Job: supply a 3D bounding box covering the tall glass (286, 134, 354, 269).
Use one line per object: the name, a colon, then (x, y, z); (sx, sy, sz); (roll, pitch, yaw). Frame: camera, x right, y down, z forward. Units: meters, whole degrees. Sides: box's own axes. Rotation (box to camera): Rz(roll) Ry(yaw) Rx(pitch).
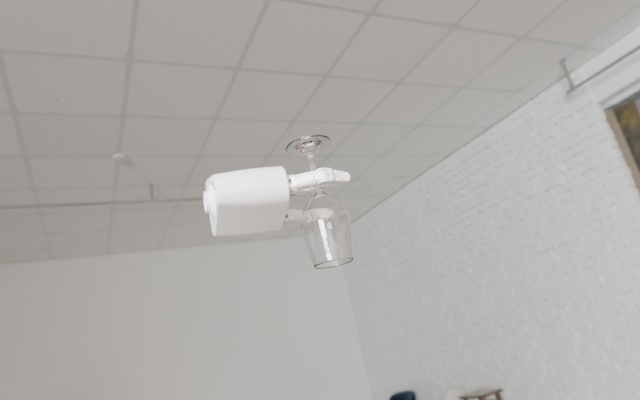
tall glass: (0.000, 0.002, 0.750); (0.079, 0.201, 0.079); (-12, -17, -4)
